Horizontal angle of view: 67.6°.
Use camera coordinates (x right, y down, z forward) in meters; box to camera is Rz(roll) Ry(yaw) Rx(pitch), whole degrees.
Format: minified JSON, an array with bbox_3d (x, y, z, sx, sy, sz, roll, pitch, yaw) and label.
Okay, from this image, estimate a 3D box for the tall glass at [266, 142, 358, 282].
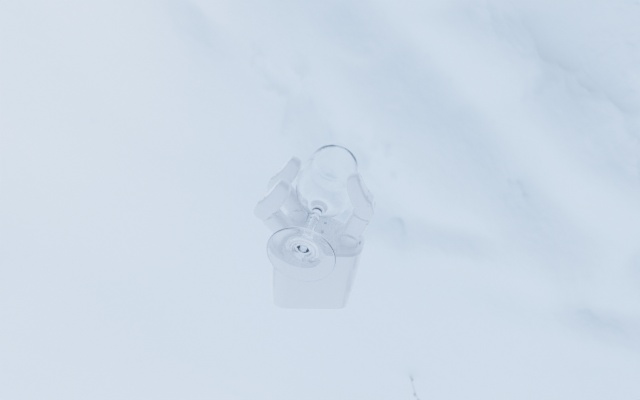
[{"bbox_3d":[0.000,0.002,0.574,0.079,0.079,0.201,0,34,15],"label":"tall glass"}]
